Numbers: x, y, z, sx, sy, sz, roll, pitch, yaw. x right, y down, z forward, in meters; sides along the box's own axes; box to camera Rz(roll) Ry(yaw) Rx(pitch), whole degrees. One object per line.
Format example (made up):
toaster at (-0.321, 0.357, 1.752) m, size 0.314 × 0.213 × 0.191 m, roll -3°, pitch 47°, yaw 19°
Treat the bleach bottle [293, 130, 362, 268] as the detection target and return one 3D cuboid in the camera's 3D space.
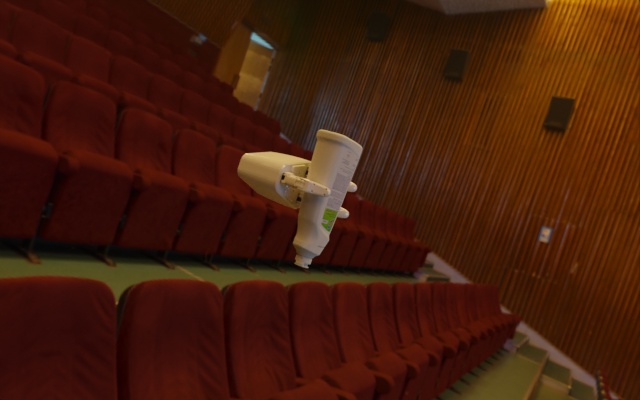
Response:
bleach bottle at (0.000, 0.003, 0.892) m, size 0.068 × 0.251 × 0.102 m, roll 19°, pitch 0°, yaw 31°
